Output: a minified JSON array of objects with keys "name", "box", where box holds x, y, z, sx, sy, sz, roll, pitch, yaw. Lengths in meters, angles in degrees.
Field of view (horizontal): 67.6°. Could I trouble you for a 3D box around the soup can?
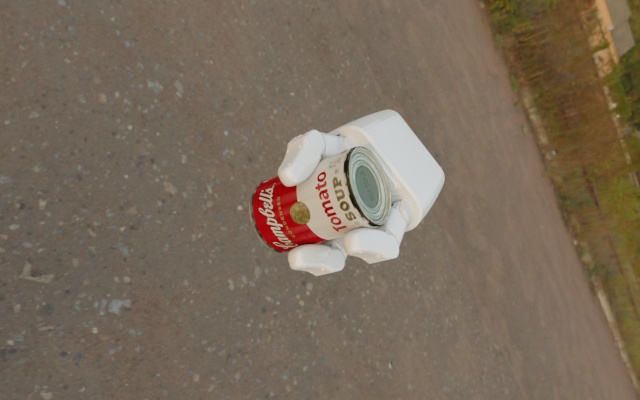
[{"name":"soup can","box":[0.000,0.001,0.403,0.102,0.068,0.068,-18,-10,33]}]
